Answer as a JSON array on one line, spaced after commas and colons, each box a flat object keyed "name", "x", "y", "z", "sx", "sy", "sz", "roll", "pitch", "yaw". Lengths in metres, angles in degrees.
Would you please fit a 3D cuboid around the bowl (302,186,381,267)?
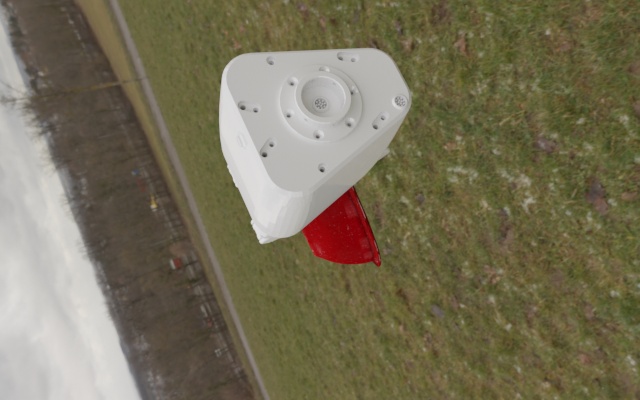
[{"name": "bowl", "x": 0.000, "y": 0.002, "z": 0.470, "sx": 0.055, "sy": 0.162, "sz": 0.162, "roll": -25, "pitch": 1, "yaw": -2}]
